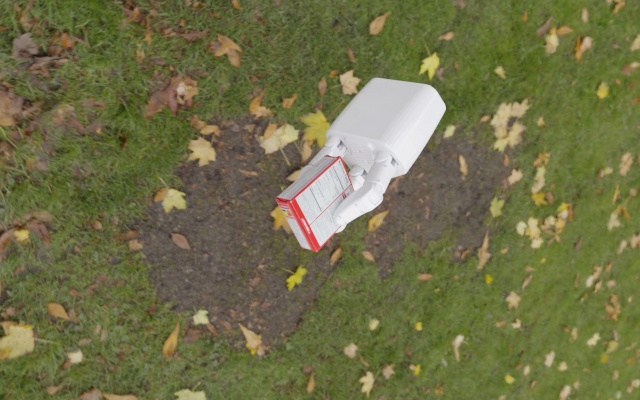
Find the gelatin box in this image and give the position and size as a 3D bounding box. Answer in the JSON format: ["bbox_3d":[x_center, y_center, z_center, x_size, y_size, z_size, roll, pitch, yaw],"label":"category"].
[{"bbox_3d":[0.000,0.002,0.544,0.030,0.073,0.089,10,45,46],"label":"gelatin box"}]
